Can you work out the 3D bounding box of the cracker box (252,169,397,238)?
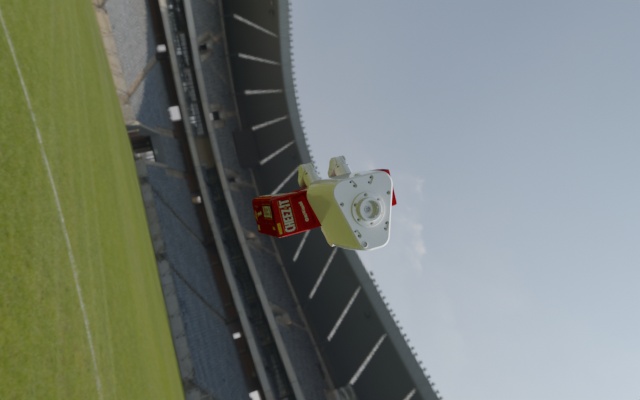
[{"bbox_3d":[0.000,0.003,0.843,0.213,0.072,0.164,-14,3,-18],"label":"cracker box"}]
